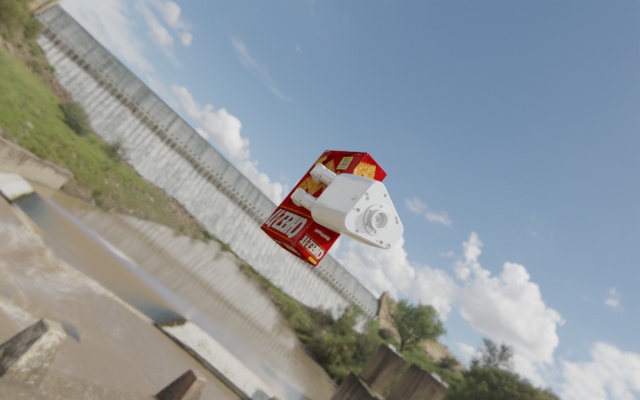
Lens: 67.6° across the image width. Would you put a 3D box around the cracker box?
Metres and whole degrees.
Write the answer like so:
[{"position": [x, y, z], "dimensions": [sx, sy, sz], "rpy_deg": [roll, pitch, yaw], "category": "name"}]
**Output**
[{"position": [0.000, 0.003, 0.896], "dimensions": [0.072, 0.213, 0.164], "rpy_deg": [45, -13, -25], "category": "cracker box"}]
